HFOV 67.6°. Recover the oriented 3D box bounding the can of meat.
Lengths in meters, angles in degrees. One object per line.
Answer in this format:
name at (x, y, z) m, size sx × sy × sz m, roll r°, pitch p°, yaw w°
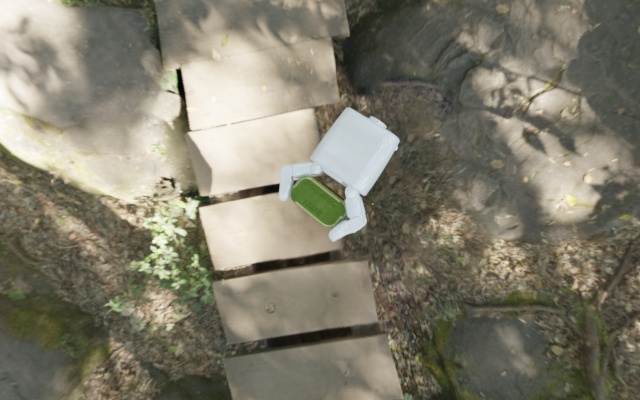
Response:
can of meat at (0.000, 0.003, 0.807) m, size 0.102 × 0.057 × 0.084 m, roll 38°, pitch 3°, yaw 5°
